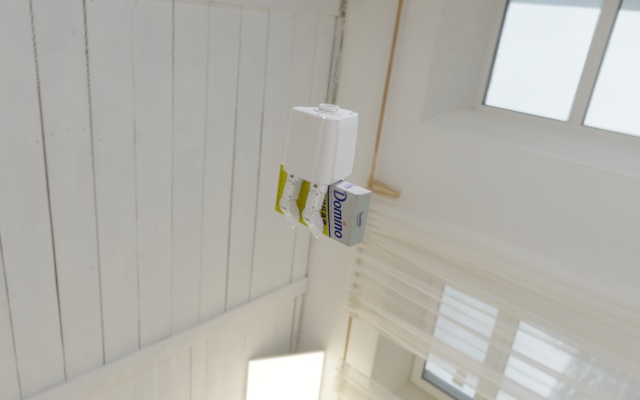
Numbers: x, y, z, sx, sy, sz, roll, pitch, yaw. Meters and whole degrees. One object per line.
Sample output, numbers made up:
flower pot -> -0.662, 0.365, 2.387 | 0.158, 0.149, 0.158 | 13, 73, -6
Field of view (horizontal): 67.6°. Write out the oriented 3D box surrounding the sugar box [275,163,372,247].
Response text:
sugar box -> 0.000, 0.003, 0.816 | 0.176, 0.093, 0.048 | 24, 25, 38
